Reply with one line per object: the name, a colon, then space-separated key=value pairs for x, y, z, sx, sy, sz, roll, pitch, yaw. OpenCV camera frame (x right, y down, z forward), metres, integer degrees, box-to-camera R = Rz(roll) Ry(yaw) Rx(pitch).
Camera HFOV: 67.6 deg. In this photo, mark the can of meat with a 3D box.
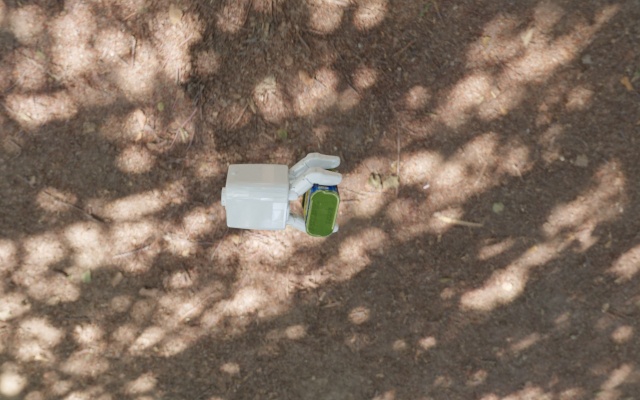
can of meat: x=0.000 y=0.003 z=0.852 sx=0.057 sy=0.102 sz=0.084 roll=5 pitch=32 yaw=-8
